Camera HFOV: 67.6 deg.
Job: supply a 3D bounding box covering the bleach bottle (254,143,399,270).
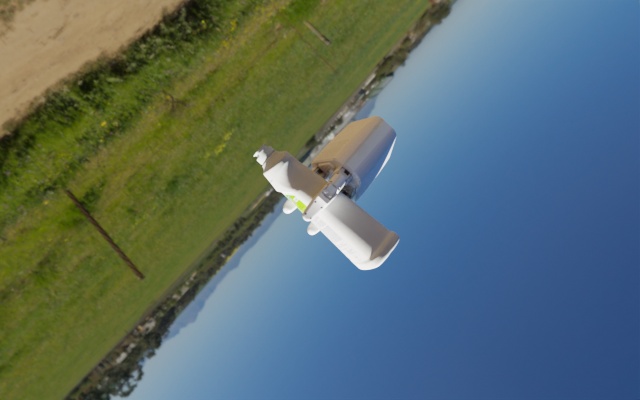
[{"bbox_3d":[0.000,0.003,0.744,0.251,0.068,0.102,42,-18,-4],"label":"bleach bottle"}]
